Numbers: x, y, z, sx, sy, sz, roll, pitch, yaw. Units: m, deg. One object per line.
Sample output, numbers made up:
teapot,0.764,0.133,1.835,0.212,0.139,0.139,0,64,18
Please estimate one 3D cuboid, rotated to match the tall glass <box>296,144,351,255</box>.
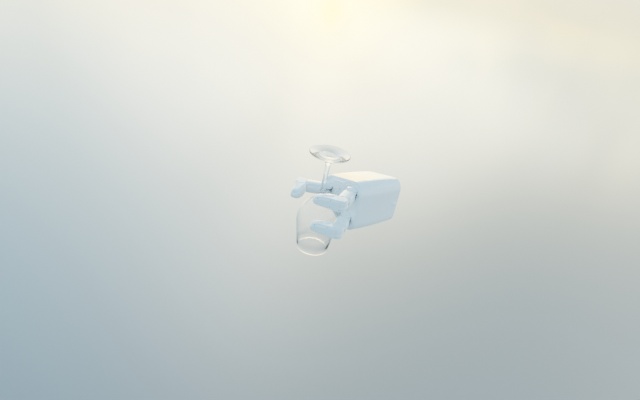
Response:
tall glass,0.000,0.002,0.883,0.079,0.201,0.079,9,28,-5
